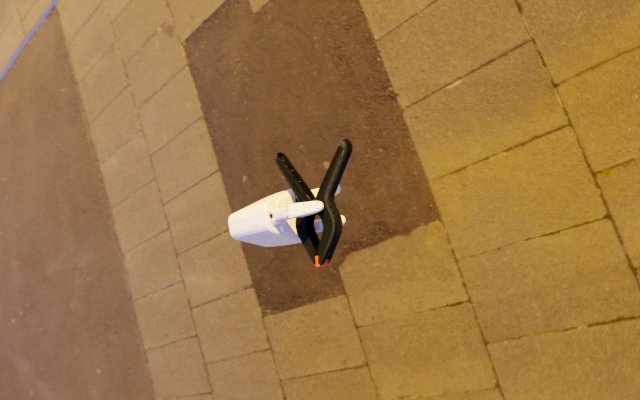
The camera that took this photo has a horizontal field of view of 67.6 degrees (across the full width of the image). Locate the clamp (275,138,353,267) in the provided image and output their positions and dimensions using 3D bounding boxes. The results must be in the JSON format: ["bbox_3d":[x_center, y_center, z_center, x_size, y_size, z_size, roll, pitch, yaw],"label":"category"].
[{"bbox_3d":[0.000,0.003,0.792,0.164,0.210,0.036,-15,-7,42],"label":"clamp"}]
